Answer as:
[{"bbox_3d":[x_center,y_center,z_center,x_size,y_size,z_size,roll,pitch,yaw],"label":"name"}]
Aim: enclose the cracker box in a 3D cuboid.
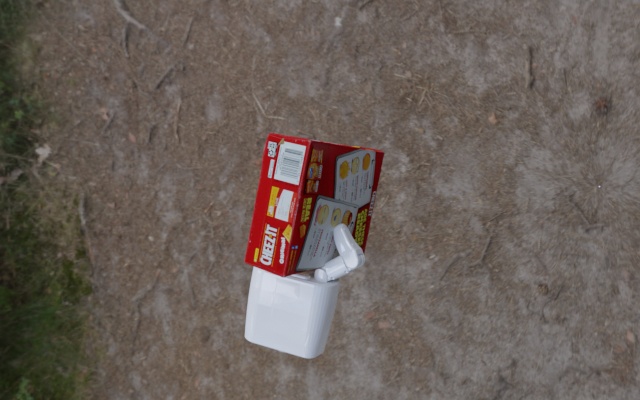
[{"bbox_3d":[0.000,0.002,0.643,0.072,0.164,0.213,15,9,29],"label":"cracker box"}]
